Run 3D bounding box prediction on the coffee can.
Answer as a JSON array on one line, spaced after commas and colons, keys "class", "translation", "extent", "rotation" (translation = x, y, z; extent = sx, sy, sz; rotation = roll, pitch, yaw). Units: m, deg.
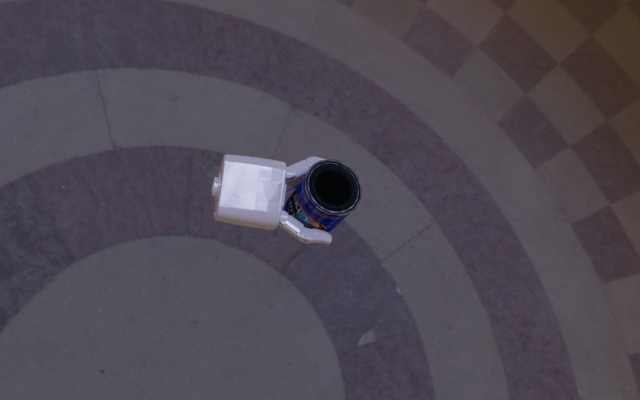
[{"class": "coffee can", "translation": [0.000, 0.003, 0.849], "extent": [0.103, 0.102, 0.140], "rotation": [0, -22, -20]}]
